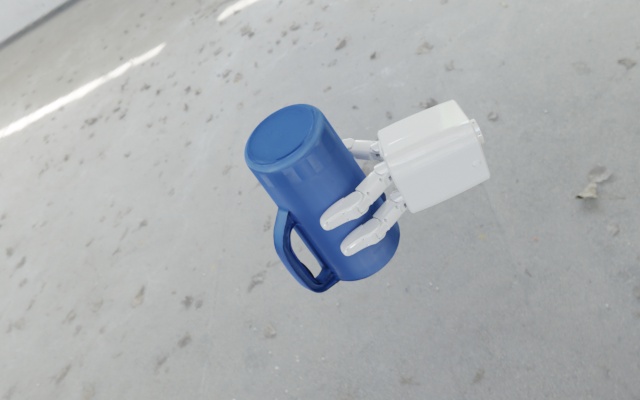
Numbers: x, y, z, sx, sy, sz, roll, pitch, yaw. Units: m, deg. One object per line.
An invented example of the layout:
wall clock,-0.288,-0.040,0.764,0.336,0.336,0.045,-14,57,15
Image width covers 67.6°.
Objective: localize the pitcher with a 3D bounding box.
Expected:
pitcher,0.000,0.002,0.628,0.145,0.149,0.243,-23,-46,15
